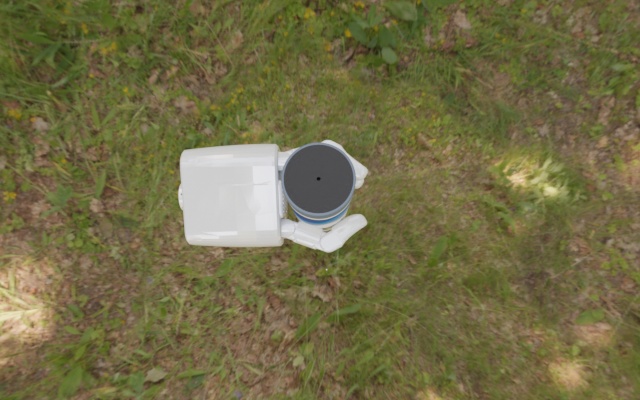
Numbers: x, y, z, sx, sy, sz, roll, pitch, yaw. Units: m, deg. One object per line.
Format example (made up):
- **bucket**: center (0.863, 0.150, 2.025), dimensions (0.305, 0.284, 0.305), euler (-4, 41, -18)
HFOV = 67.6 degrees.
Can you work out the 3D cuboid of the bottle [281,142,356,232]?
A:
- **bottle**: center (0.000, 0.002, 0.566), dimensions (0.069, 0.069, 0.296), euler (0, -8, 1)
